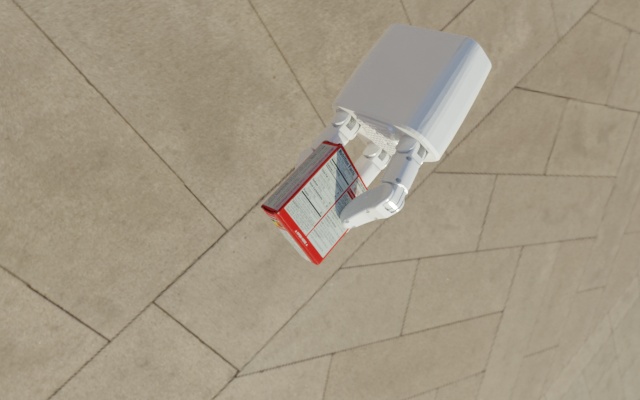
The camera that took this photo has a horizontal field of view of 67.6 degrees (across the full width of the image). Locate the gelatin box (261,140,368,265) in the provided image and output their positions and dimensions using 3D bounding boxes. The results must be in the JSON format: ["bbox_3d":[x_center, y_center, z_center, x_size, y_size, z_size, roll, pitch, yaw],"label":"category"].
[{"bbox_3d":[0.000,0.002,0.435,0.030,0.089,0.073,18,-29,49],"label":"gelatin box"}]
